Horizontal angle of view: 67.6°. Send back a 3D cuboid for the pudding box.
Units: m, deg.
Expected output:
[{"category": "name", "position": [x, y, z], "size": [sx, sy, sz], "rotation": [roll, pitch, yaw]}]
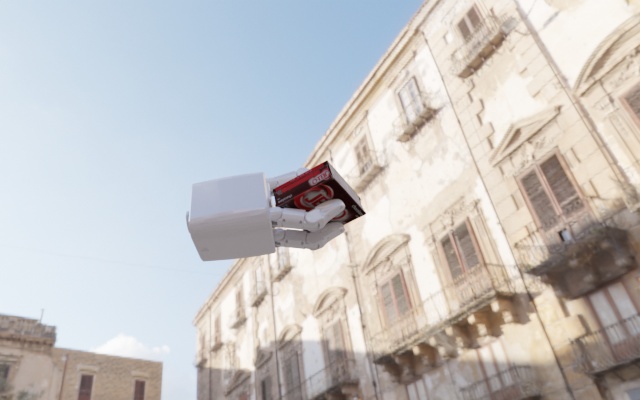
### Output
[{"category": "pudding box", "position": [0.000, 0.002, 0.672], "size": [0.090, 0.039, 0.113], "rotation": [-27, -35, 16]}]
